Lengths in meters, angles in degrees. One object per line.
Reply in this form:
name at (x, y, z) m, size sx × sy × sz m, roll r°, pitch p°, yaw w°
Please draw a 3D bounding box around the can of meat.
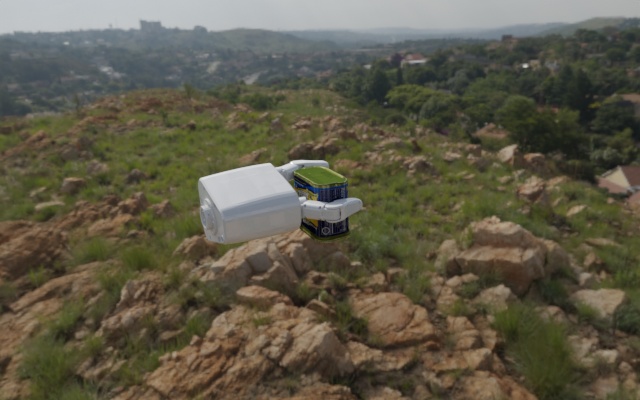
can of meat at (0.000, 0.002, 0.687) m, size 0.057 × 0.084 × 0.102 m, roll -12°, pitch 22°, yaw -24°
